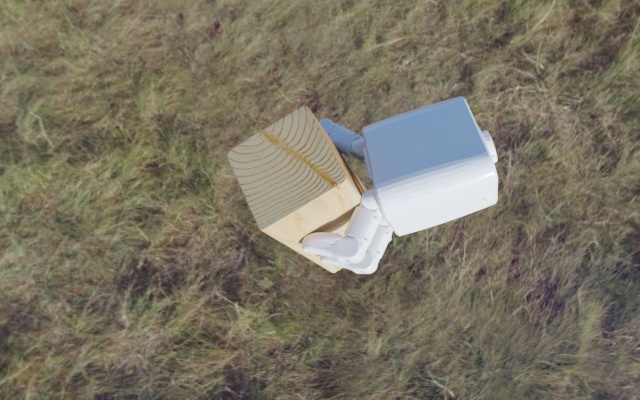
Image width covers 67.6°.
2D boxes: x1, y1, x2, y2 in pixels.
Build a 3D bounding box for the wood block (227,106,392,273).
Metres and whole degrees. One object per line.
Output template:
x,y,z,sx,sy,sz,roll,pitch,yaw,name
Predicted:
0.000,0.001,0.511,0.090,0.090,0.206,-30,-26,7,wood block
